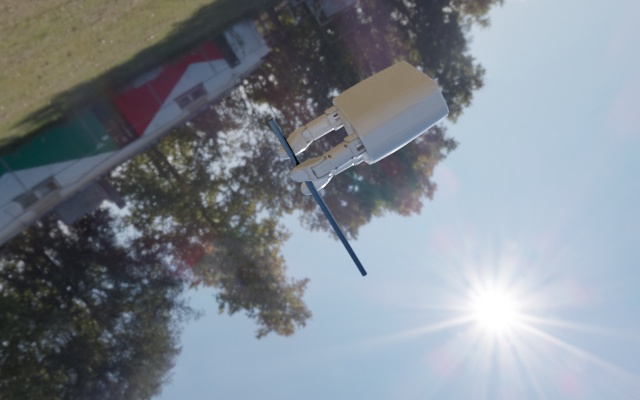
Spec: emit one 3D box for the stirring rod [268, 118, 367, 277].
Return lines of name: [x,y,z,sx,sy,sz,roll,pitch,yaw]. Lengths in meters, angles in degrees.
stirring rod: [0.000,0.002,0.604,0.011,0.239,0.011,-28,19,10]
